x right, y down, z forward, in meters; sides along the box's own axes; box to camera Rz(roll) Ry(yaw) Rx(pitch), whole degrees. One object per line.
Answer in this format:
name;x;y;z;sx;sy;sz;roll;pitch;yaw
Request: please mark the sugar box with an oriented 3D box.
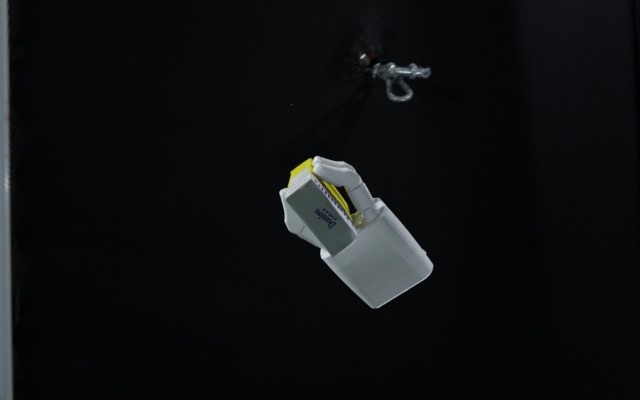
sugar box;0.001;0.002;0.626;0.048;0.093;0.176;-38;11;4
